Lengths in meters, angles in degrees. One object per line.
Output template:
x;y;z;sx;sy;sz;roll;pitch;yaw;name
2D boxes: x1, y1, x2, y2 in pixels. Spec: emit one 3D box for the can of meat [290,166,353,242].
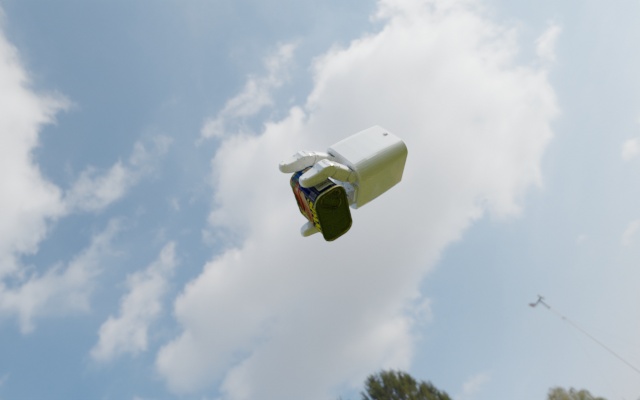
0.000;0.002;0.773;0.057;0.102;0.084;-32;44;-17;can of meat
